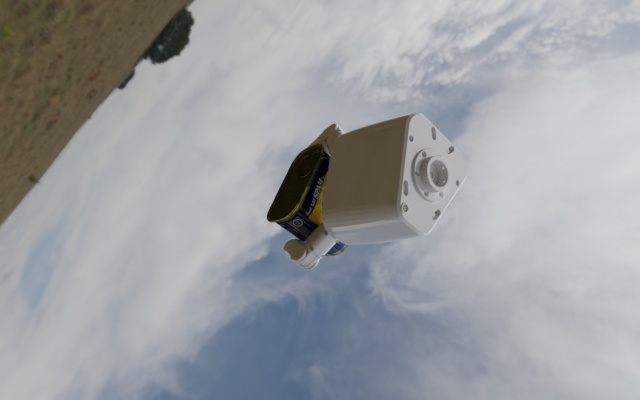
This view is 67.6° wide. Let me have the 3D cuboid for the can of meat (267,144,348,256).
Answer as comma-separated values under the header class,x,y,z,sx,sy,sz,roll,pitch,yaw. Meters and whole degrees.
class,x,y,z,sx,sy,sz,roll,pitch,yaw
can of meat,0.000,0.002,0.546,0.084,0.102,0.057,38,-29,-27
